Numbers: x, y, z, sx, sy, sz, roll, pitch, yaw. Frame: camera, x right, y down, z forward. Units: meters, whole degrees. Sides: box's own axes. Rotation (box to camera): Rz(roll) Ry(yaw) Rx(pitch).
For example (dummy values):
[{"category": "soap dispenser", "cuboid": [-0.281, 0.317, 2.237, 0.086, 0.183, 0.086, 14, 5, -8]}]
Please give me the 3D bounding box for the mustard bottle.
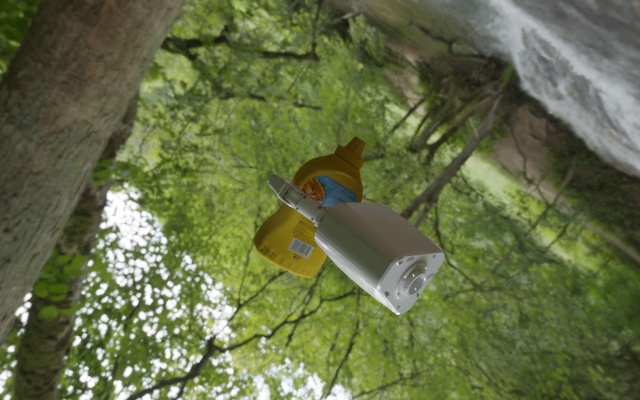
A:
[{"category": "mustard bottle", "cuboid": [0.000, 0.002, 0.621, 0.096, 0.191, 0.058, 30, 7, -26]}]
